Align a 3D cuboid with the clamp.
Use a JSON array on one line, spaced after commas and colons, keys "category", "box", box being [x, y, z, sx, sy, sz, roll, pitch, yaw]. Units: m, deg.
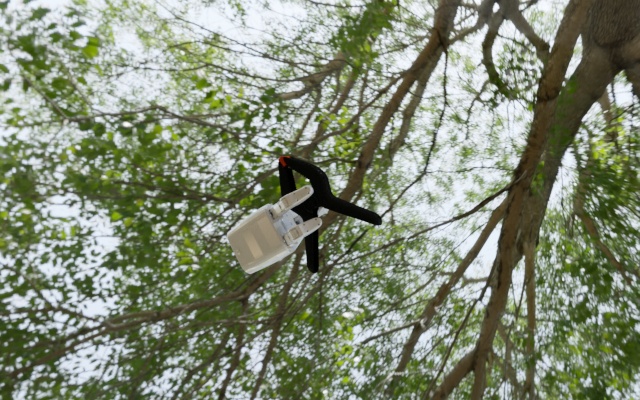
[{"category": "clamp", "box": [0.000, 0.002, 0.839, 0.164, 0.210, 0.036, -32, -8, 22]}]
